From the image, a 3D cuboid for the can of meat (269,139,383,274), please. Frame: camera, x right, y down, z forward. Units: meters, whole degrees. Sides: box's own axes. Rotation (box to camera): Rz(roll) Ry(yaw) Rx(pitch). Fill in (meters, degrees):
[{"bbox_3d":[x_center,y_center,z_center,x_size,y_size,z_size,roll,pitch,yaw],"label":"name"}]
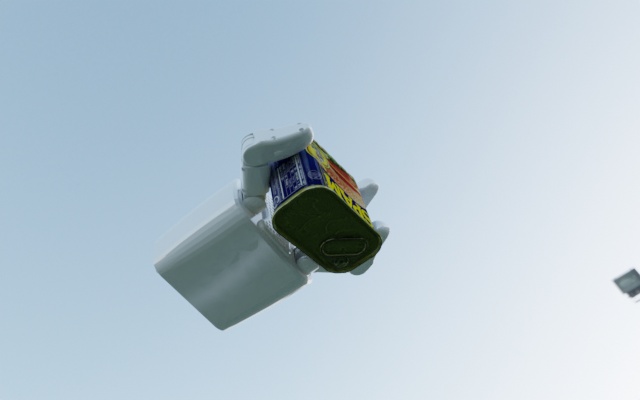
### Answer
[{"bbox_3d":[0.000,0.001,0.416,0.057,0.084,0.102,-36,-52,16],"label":"can of meat"}]
